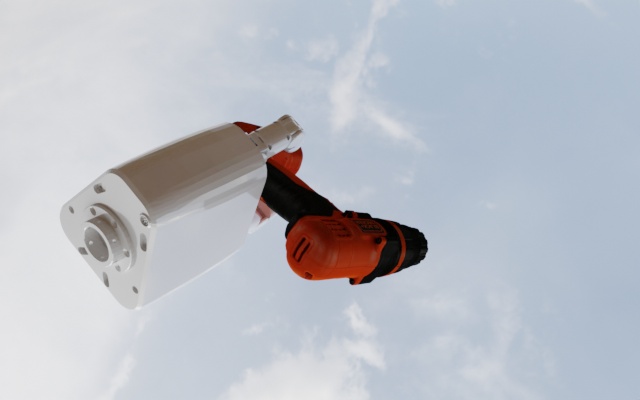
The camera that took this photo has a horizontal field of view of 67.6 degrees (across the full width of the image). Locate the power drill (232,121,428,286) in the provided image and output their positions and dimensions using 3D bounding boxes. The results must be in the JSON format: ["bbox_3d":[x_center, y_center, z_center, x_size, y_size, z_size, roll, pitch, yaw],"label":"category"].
[{"bbox_3d":[0.000,0.001,0.447,0.187,0.057,0.184,41,19,32],"label":"power drill"}]
